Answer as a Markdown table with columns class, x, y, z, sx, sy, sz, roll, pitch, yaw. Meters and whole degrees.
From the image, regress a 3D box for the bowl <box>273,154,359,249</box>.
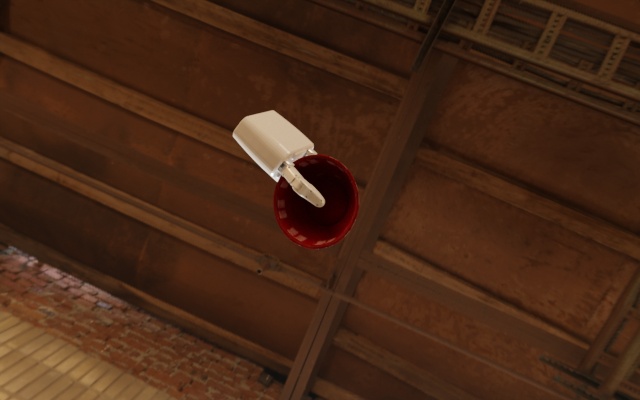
| class | x | y | z | sx | sy | sz | roll | pitch | yaw |
| --- | --- | --- | --- | --- | --- | --- | --- | --- | --- |
| bowl | 0.001 | 0.004 | 0.835 | 0.162 | 0.162 | 0.055 | 0 | -2 | 25 |
